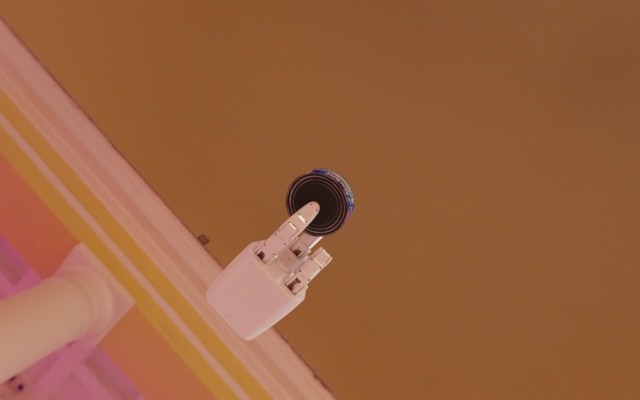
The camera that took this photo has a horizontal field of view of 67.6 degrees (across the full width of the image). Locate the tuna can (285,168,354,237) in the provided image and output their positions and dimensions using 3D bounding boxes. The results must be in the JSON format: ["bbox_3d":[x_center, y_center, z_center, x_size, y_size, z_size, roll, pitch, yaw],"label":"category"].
[{"bbox_3d":[0.000,0.002,0.623,0.086,0.086,0.033,0,15,22],"label":"tuna can"}]
